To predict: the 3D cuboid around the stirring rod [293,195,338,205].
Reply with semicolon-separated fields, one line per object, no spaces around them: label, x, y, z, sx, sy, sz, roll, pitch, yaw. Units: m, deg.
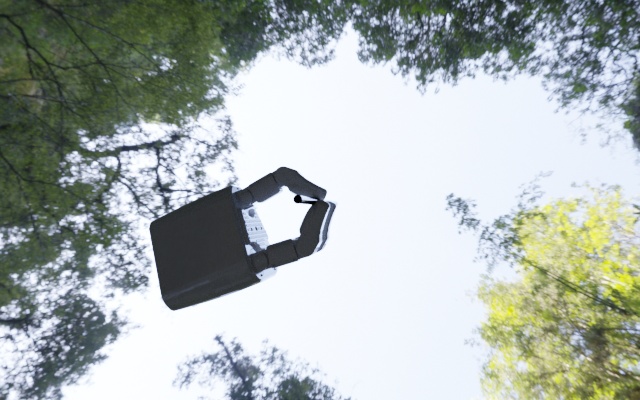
stirring rod;0.000;0.002;0.531;0.011;0.011;0.239;0;-1;9
